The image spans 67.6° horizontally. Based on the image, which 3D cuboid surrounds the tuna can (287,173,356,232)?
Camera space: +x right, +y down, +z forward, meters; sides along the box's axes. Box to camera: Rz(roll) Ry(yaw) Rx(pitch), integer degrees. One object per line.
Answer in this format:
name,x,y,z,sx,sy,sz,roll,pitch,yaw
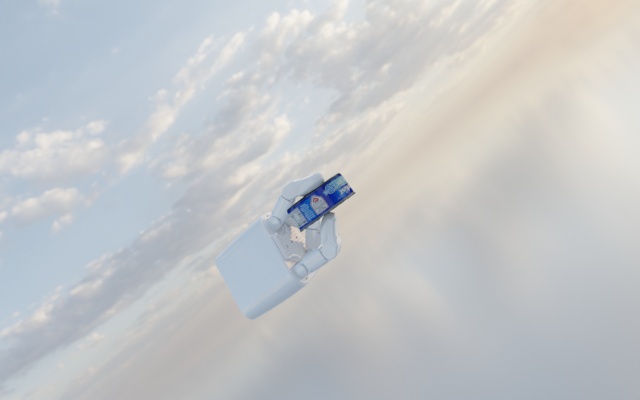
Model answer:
tuna can,0.000,0.001,0.602,0.086,0.034,0.086,-36,-1,-1
